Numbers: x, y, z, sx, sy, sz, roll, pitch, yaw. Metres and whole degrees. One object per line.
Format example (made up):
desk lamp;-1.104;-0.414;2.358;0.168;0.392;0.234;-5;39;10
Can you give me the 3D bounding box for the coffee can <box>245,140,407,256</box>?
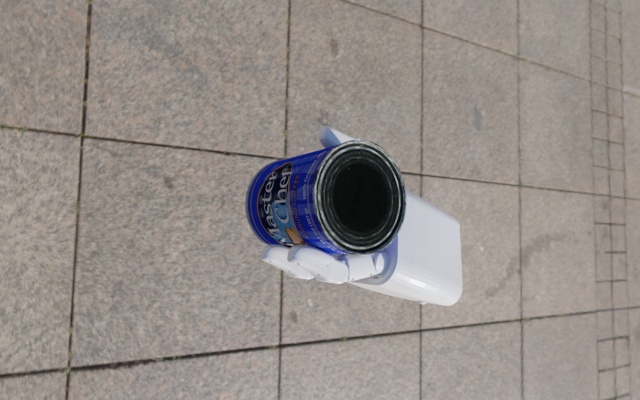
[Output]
coffee can;0.000;0.001;0.475;0.103;0.103;0.140;0;-3;-33
